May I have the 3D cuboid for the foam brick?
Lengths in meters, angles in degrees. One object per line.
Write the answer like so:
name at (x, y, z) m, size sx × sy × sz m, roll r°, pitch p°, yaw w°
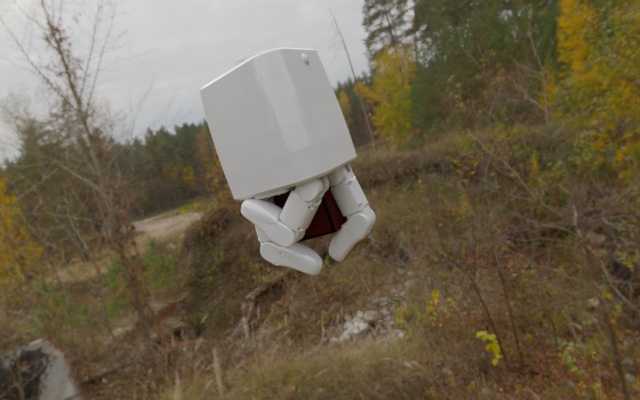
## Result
foam brick at (0.000, 0.002, 0.469) m, size 0.053 × 0.051 × 0.078 m, roll -17°, pitch 7°, yaw 28°
